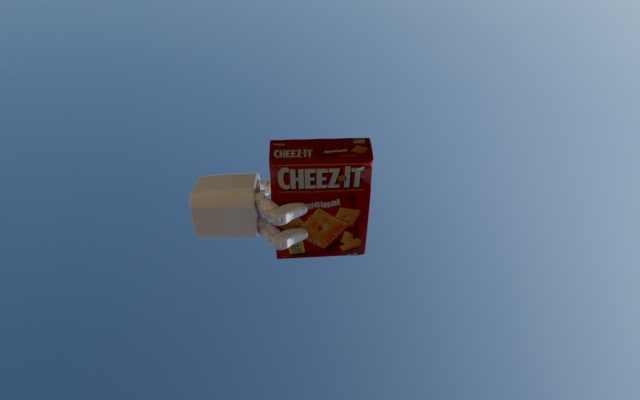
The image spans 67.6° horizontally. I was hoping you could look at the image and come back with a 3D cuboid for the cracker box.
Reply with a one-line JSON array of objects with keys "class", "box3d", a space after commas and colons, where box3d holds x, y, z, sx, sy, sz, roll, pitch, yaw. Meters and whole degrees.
[{"class": "cracker box", "box3d": [0.000, 0.003, 0.812, 0.164, 0.214, 0.072, -2, 40, -3]}]
